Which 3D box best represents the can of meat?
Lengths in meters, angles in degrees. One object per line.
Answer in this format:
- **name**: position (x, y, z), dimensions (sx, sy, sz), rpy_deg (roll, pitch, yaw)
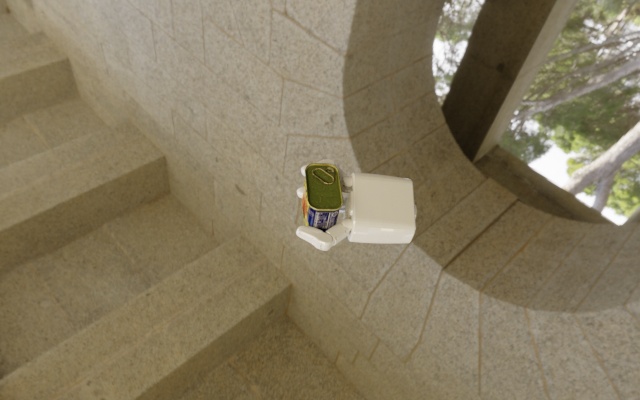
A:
- **can of meat**: position (0.000, 0.003, 0.798), dimensions (0.057, 0.102, 0.084), rpy_deg (1, -41, -9)
